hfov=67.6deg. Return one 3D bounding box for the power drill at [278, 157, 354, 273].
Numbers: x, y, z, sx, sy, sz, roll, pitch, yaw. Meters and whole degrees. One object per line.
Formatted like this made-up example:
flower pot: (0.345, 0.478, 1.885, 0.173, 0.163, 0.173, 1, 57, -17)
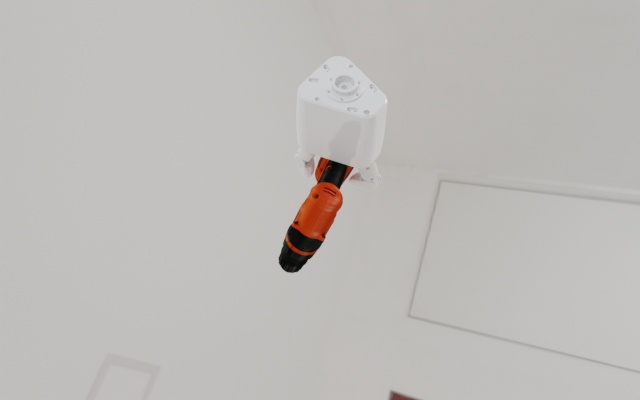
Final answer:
power drill: (0.000, 0.002, 0.721, 0.057, 0.187, 0.184, 26, -45, -5)
